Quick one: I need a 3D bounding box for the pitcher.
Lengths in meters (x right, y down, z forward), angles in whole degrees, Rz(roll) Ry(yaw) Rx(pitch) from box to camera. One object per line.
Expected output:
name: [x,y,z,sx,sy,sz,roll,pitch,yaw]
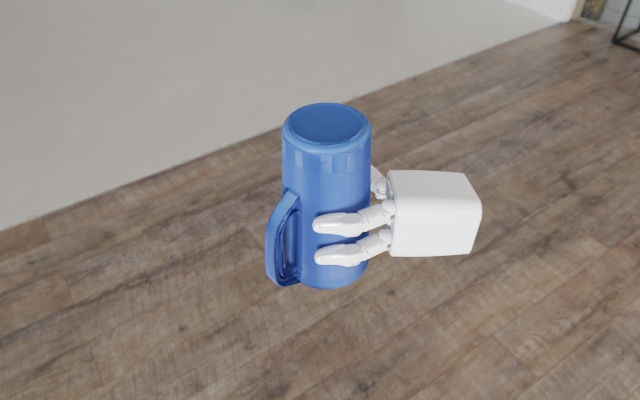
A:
pitcher: [0.000,0.002,0.640,0.145,0.243,0.149,1,42,1]
